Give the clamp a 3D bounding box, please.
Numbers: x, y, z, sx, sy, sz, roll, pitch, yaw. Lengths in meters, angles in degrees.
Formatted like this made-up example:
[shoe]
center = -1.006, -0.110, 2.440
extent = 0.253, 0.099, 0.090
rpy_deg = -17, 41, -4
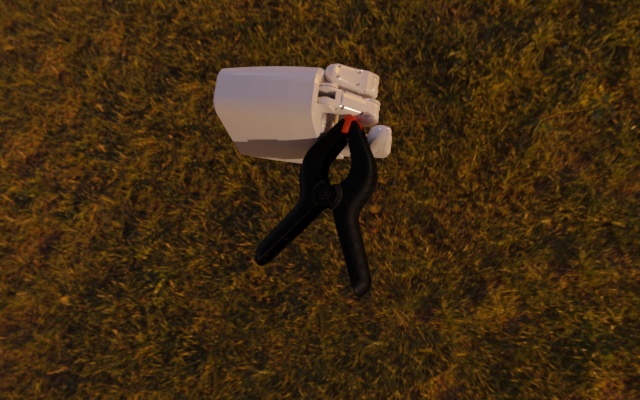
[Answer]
[clamp]
center = 0.000, 0.001, 0.467
extent = 0.120, 0.171, 0.039
rpy_deg = 6, -12, 15
